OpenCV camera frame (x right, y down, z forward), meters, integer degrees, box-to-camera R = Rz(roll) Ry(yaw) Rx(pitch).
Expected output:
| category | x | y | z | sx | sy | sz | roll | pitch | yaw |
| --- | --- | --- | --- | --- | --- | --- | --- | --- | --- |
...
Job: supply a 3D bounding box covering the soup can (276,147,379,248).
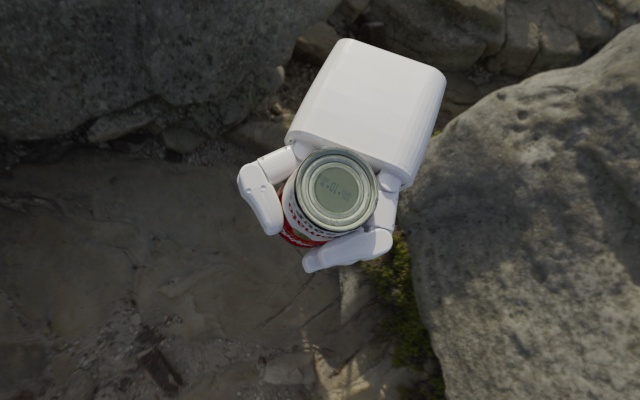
| category | x | y | z | sx | sy | sz | roll | pitch | yaw |
| --- | --- | --- | --- | --- | --- | --- | --- | --- | --- |
| soup can | 0.000 | 0.002 | 0.401 | 0.068 | 0.068 | 0.102 | 0 | -11 | -16 |
